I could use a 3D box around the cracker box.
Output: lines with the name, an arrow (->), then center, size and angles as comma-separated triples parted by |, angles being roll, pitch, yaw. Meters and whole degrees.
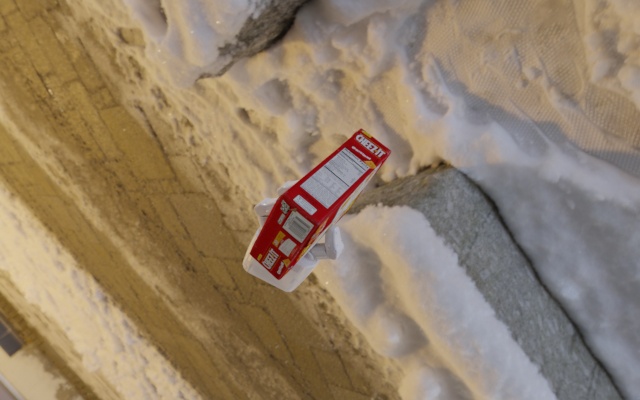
cracker box -> 0.000, 0.003, 0.734 | 0.213, 0.072, 0.164 | -44, -9, -42
